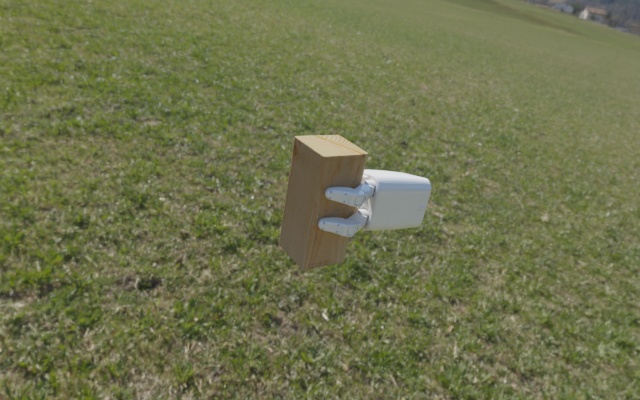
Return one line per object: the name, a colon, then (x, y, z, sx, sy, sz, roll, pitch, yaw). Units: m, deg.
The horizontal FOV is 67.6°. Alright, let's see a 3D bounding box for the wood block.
wood block: (0.000, 0.002, 0.805, 0.090, 0.206, 0.090, -7, 31, -33)
